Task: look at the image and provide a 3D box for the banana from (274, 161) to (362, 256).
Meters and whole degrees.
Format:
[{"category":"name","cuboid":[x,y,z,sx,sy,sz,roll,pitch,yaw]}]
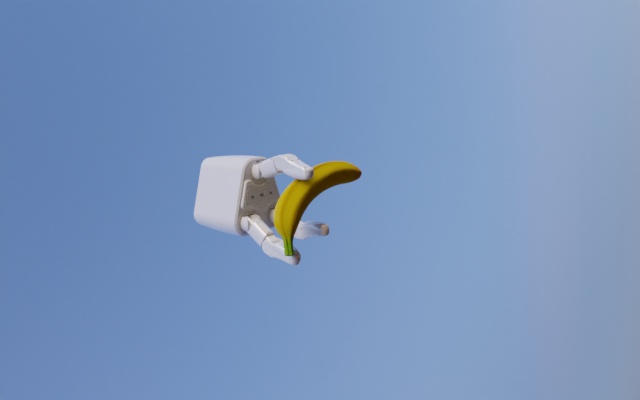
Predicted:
[{"category":"banana","cuboid":[-0.008,-0.011,0.664,0.037,0.070,0.197,5,39,40]}]
